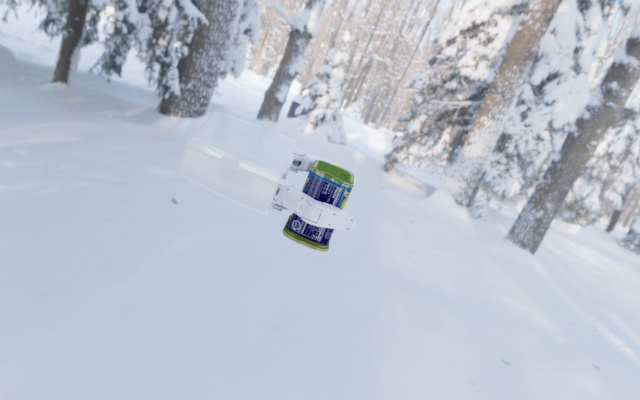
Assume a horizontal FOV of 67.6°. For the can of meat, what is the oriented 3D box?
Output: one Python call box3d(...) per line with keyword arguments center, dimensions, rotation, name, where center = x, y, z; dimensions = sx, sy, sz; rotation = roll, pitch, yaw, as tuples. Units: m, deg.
box3d(center=(0.000, 0.002, 0.564), dimensions=(0.057, 0.084, 0.102), rotation=(23, 12, -2), name="can of meat")
